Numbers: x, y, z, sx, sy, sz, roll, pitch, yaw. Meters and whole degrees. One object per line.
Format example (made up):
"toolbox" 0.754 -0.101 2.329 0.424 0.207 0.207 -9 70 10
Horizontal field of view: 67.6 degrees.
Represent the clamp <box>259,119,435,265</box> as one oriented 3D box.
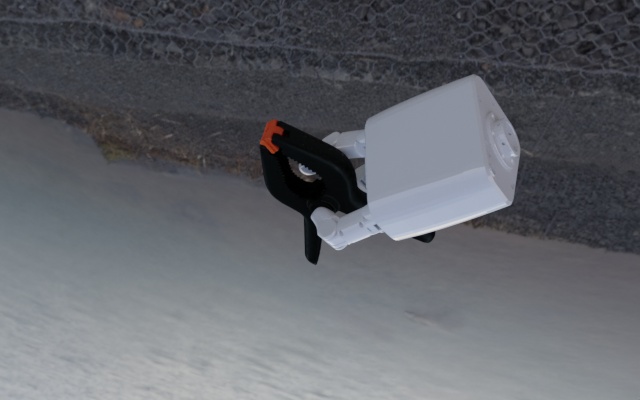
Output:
"clamp" 0.000 0.002 0.505 0.164 0.036 0.210 -23 -50 35
